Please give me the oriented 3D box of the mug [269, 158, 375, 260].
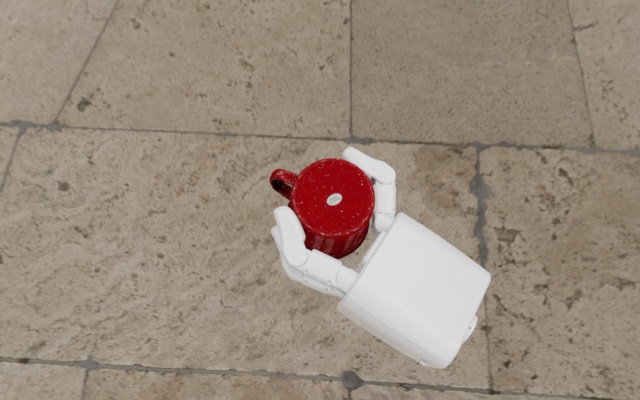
[{"bbox_3d":[-0.001,0.001,0.488,0.117,0.093,0.081,32,-17,7],"label":"mug"}]
